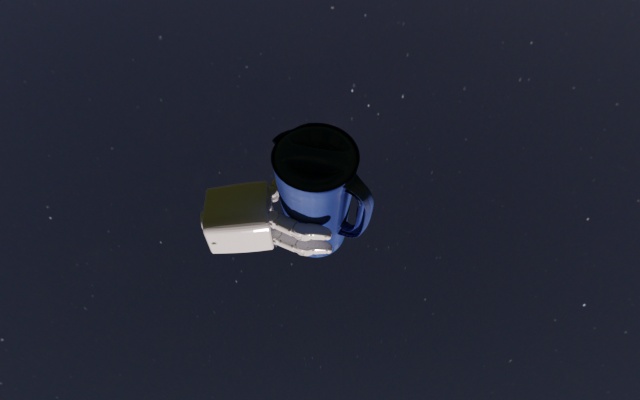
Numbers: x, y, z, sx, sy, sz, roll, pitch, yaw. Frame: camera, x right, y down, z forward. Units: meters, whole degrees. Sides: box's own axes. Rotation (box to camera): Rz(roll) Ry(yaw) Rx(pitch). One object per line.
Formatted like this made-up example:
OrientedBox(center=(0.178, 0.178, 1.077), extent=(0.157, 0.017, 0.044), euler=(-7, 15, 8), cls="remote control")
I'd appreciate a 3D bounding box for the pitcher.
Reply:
OrientedBox(center=(0.000, 0.003, 0.801), extent=(0.145, 0.149, 0.243), euler=(-6, -34, -4), cls="pitcher")
